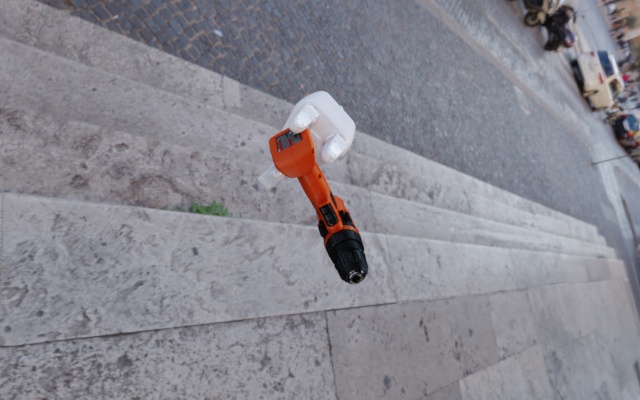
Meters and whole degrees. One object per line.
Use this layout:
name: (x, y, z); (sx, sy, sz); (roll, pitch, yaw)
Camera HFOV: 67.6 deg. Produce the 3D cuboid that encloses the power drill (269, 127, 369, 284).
power drill: (0.000, 0.002, 0.638); (0.057, 0.188, 0.184); (-26, 31, 2)
